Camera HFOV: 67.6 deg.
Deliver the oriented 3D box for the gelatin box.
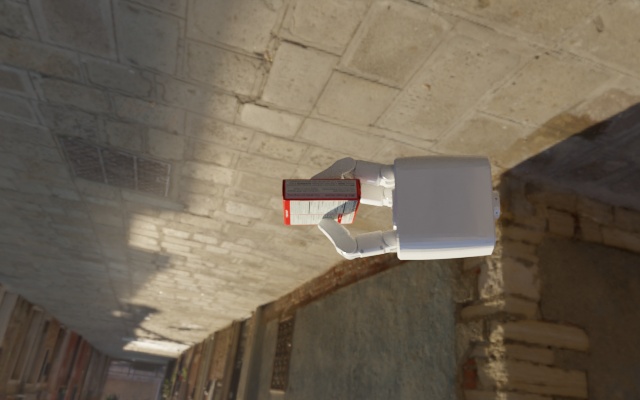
[{"bbox_3d":[0.000,0.002,0.563,0.089,0.030,0.073,-1,-25,-3],"label":"gelatin box"}]
